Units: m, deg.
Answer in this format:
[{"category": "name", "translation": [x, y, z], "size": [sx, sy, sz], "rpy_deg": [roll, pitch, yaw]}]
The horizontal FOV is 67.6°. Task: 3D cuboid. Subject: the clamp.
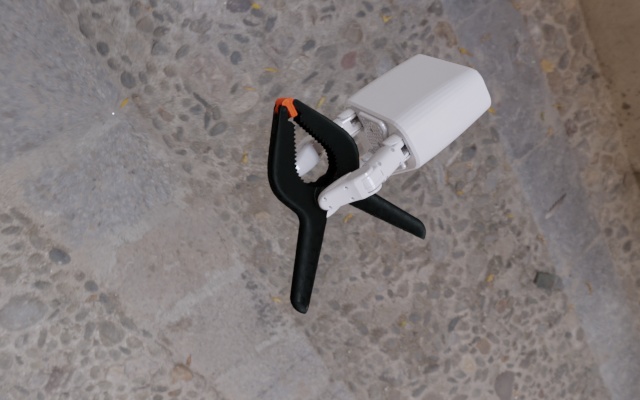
[{"category": "clamp", "translation": [0.000, 0.001, 0.471], "size": [0.164, 0.210, 0.036], "rpy_deg": [-37, 22, -11]}]
